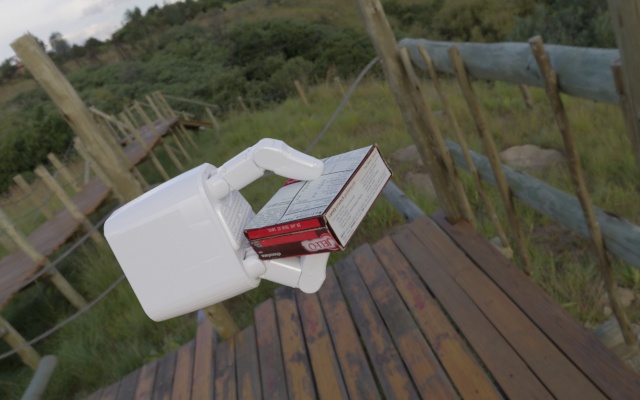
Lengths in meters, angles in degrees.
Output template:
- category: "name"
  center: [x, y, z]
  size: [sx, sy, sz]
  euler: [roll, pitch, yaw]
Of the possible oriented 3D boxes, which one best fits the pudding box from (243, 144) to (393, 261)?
- category: "pudding box"
  center: [0.000, 0.001, 0.410]
  size: [0.090, 0.039, 0.113]
  euler: [-11, 30, 38]
